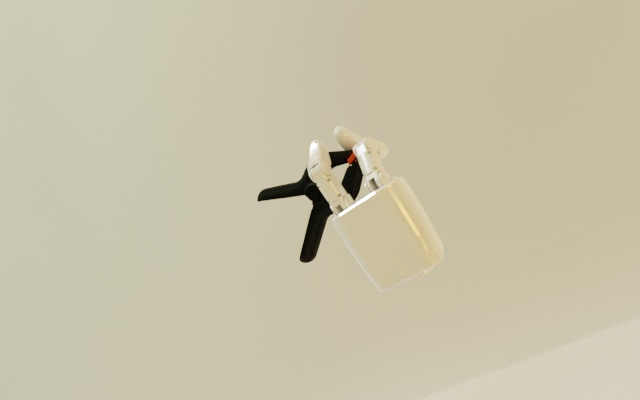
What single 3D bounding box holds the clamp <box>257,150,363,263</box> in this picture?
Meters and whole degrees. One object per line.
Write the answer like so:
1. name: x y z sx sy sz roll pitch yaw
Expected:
1. clamp: 0.000 0.002 0.628 0.171 0.120 0.039 -34 -4 31
